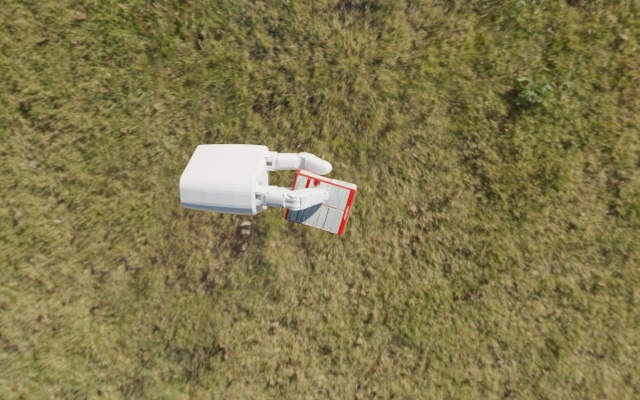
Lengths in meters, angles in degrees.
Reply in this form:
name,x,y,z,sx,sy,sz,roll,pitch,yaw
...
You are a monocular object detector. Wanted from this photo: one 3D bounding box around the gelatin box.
name,x,y,z,sx,sy,sz,roll,pitch,yaw
gelatin box,0.000,0.002,0.686,0.089,0.073,0.030,16,17,3
